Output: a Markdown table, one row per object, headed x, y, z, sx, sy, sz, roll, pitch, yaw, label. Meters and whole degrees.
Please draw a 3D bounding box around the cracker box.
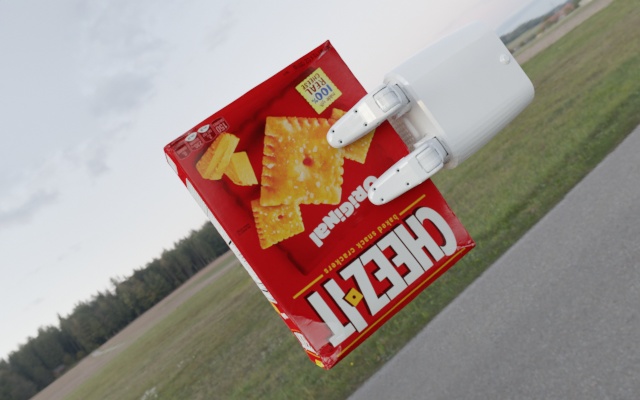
| x | y | z | sx | sy | sz | roll | pitch | yaw | label |
| --- | --- | --- | --- | --- | --- | --- | --- | --- | --- |
| 0.000 | 0.001 | 0.401 | 0.164 | 0.213 | 0.072 | -36 | 0 | -15 | cracker box |
